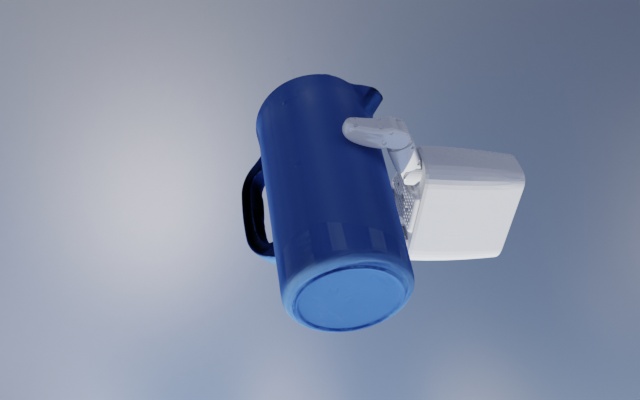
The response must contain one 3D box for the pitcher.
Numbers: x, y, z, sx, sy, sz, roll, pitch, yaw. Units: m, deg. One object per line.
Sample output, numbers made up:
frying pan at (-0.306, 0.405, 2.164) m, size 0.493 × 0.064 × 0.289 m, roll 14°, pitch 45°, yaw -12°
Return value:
pitcher at (0.000, 0.001, 0.463) m, size 0.145 × 0.149 × 0.242 m, roll 2°, pitch 44°, yaw -11°
